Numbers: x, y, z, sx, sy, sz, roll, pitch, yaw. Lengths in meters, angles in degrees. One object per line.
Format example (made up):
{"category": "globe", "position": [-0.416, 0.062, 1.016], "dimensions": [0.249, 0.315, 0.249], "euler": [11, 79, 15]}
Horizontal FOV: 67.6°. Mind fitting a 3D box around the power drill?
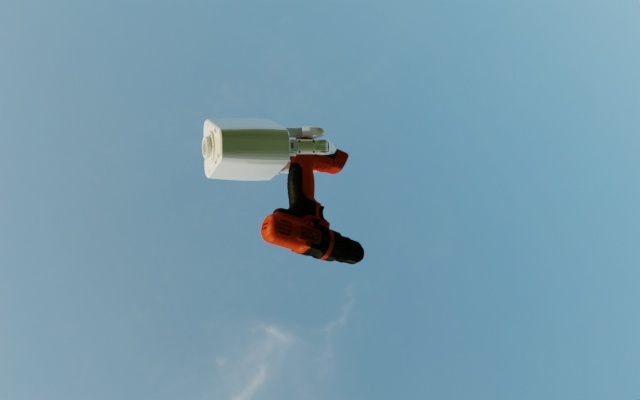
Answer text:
{"category": "power drill", "position": [0.000, 0.002, 0.778], "dimensions": [0.184, 0.187, 0.057], "euler": [20, -27, -30]}
